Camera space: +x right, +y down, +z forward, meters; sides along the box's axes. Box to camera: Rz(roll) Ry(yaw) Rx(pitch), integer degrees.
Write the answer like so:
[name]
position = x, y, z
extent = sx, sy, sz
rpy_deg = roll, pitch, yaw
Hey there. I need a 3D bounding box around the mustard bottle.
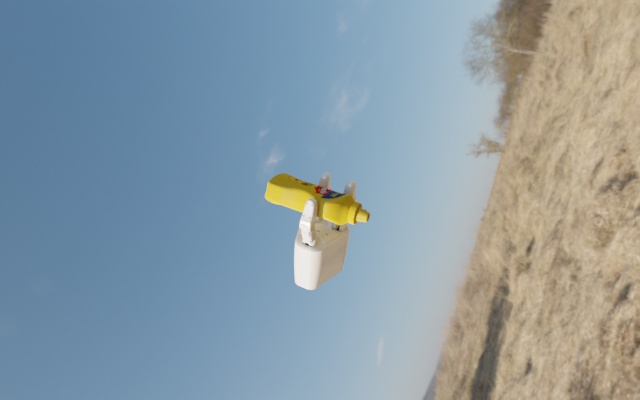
[mustard bottle]
position = 0.000, 0.003, 0.887
extent = 0.191, 0.058, 0.096
rpy_deg = 19, 12, 19
